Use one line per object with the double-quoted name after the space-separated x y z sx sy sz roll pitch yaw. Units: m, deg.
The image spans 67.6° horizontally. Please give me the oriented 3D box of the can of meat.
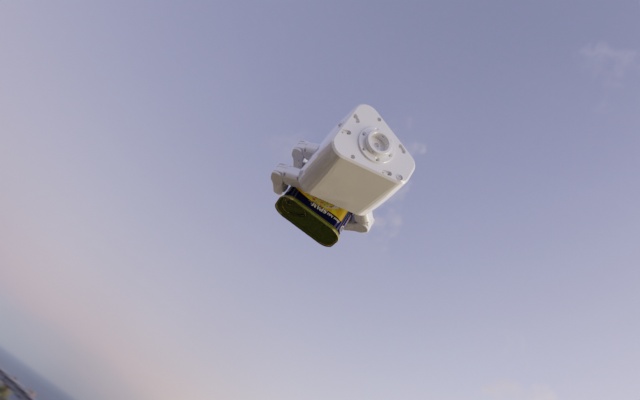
0.000 0.002 0.690 0.102 0.084 0.057 37 -31 -2 "can of meat"
